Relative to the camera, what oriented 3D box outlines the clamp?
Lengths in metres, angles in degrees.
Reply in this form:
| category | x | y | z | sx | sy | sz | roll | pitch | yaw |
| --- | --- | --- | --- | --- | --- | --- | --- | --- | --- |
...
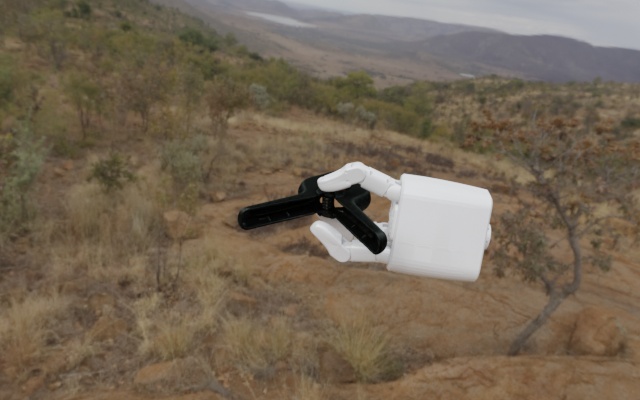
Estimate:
| category | x | y | z | sx | sy | sz | roll | pitch | yaw |
| --- | --- | --- | --- | --- | --- | --- | --- | --- | --- |
| clamp | 0.000 | 0.001 | 0.590 | 0.164 | 0.036 | 0.210 | 8 | 22 | 5 |
